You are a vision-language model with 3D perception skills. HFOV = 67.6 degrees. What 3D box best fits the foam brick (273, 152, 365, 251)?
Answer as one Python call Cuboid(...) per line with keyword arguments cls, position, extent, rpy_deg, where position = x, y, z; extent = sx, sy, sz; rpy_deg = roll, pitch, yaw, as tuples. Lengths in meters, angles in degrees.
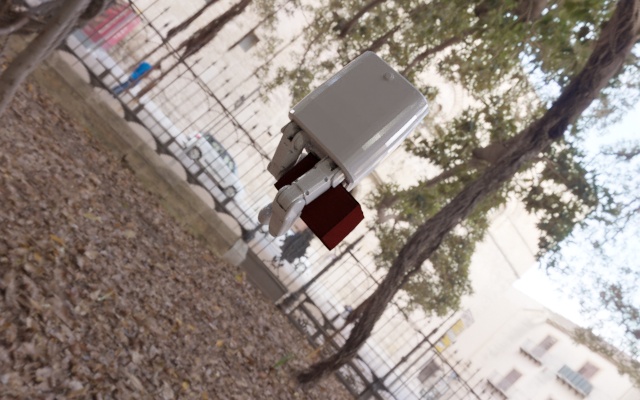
Cuboid(cls="foam brick", position=(0.000, 0.002, 0.481), extent=(0.051, 0.078, 0.053), rpy_deg=(-41, -21, -5))
